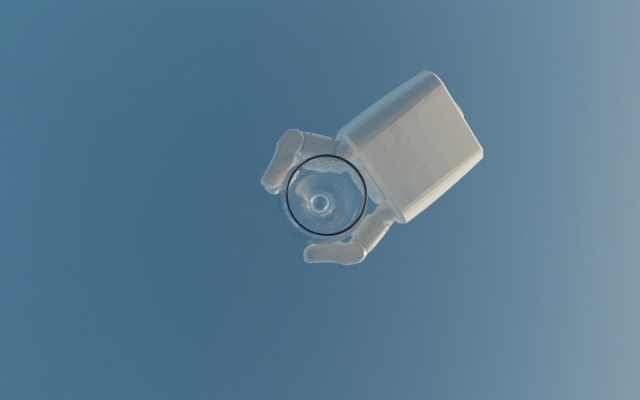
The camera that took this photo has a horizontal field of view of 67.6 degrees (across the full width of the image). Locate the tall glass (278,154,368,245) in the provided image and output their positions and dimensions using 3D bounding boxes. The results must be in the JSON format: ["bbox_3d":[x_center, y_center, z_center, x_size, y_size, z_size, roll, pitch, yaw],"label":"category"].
[{"bbox_3d":[0.000,0.002,0.456,0.079,0.079,0.201,0,-3,-3],"label":"tall glass"}]
